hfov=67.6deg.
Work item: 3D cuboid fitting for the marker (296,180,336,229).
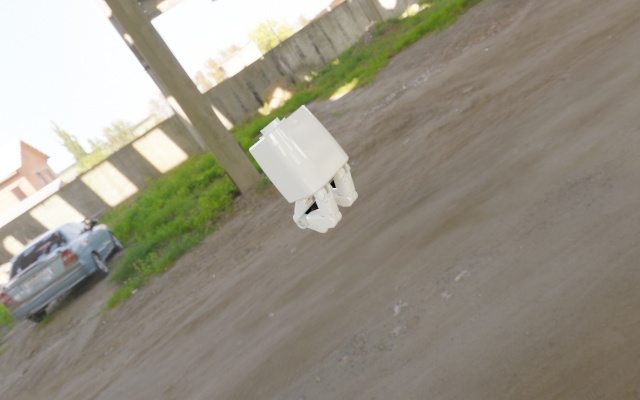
[{"bbox_3d":[0.000,0.003,0.778,0.020,0.020,0.121,0,35,38],"label":"marker"}]
